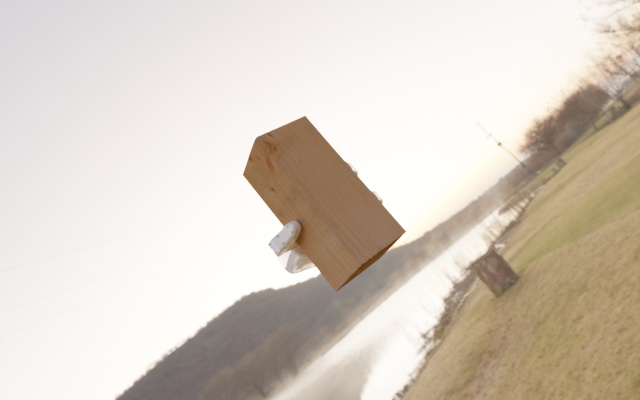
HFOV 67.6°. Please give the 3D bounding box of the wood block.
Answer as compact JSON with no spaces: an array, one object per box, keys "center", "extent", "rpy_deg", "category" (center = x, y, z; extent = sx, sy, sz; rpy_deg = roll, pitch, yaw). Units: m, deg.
[{"center":[0.000,0.002,0.629],"extent":[0.091,0.206,0.090],"rpy_deg":[-31,-16,-35],"category":"wood block"}]
